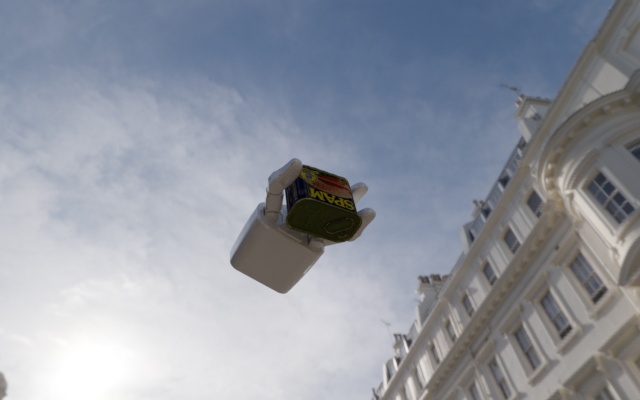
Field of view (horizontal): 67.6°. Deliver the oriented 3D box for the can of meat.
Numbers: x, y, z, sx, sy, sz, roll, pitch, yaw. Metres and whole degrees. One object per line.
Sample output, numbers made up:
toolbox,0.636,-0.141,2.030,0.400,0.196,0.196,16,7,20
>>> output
can of meat,0.000,0.002,0.665,0.102,0.057,0.084,18,35,-23
